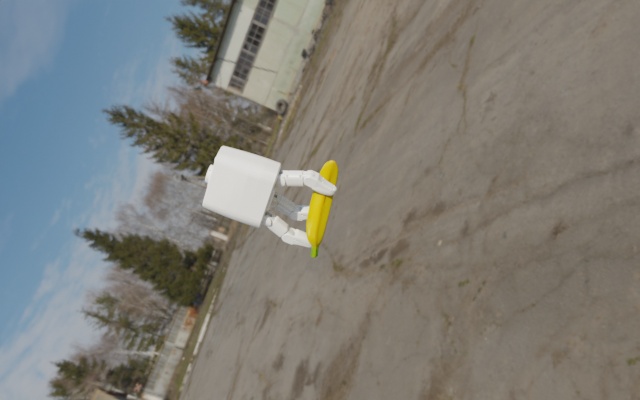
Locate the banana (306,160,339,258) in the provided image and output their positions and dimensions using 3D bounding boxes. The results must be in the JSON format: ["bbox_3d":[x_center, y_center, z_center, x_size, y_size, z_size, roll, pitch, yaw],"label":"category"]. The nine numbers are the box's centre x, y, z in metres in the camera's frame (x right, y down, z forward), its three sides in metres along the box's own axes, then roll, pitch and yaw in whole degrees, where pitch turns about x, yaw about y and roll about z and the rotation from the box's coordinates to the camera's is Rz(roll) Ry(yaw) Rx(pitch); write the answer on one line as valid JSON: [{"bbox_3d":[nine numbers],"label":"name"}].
[{"bbox_3d":[0.002,-0.002,0.845,0.037,0.197,0.070,15,-27,-2],"label":"banana"}]
